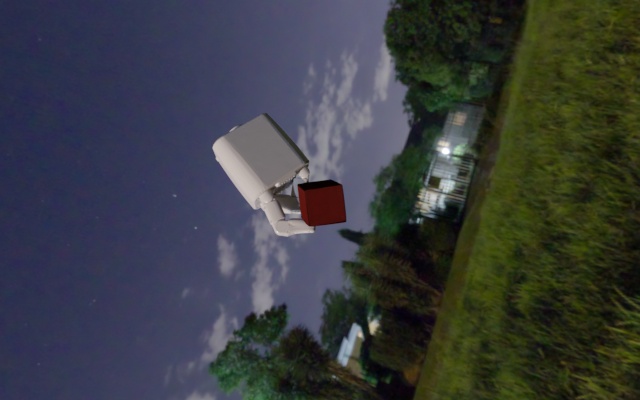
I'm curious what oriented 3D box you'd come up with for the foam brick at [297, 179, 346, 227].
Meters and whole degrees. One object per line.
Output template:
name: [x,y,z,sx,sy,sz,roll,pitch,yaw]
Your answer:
foam brick: [0.000,0.002,0.664,0.053,0.051,0.078,-8,9,-10]
